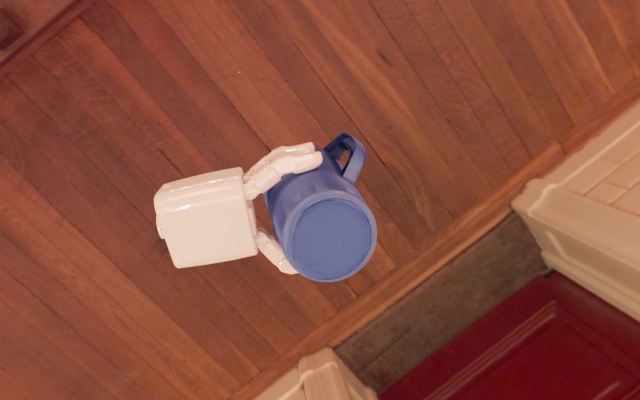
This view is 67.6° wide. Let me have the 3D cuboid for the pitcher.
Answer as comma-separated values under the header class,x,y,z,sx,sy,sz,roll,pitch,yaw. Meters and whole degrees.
class,x,y,z,sx,sy,sz,roll,pitch,yaw
pitcher,0.000,0.002,0.629,0.145,0.149,0.242,-10,16,-6
